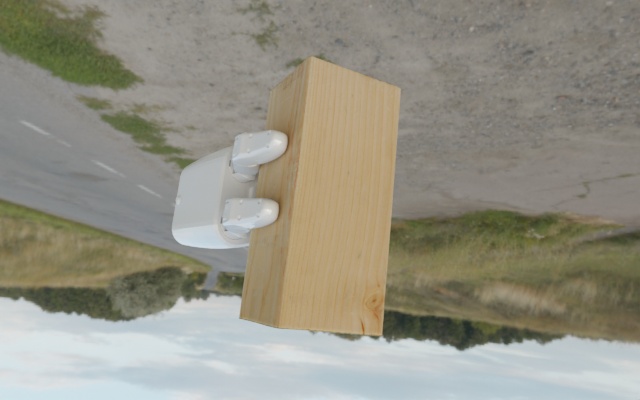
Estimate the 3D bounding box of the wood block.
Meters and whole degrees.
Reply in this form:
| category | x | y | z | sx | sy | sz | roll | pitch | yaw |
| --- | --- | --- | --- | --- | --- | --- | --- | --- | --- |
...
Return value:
| category | x | y | z | sx | sy | sz | roll | pitch | yaw |
| --- | --- | --- | --- | --- | --- | --- | --- | --- | --- |
| wood block | 0.000 | 0.002 | 0.404 | 0.091 | 0.206 | 0.090 | 12 | -13 | -26 |
